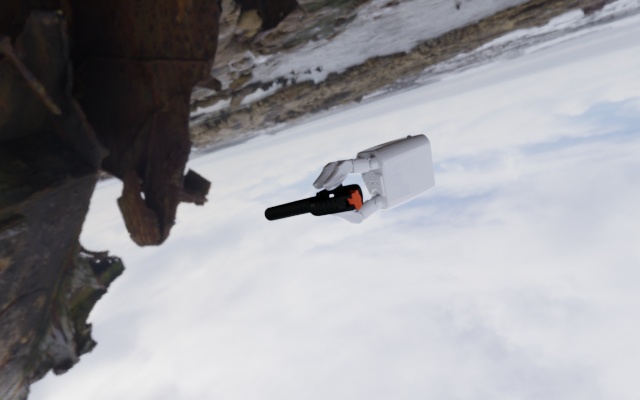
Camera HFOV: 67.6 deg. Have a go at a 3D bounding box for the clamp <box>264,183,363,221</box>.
[{"bbox_3d":[0.001,0.003,0.803,0.164,0.036,0.210,-23,11,-18],"label":"clamp"}]
